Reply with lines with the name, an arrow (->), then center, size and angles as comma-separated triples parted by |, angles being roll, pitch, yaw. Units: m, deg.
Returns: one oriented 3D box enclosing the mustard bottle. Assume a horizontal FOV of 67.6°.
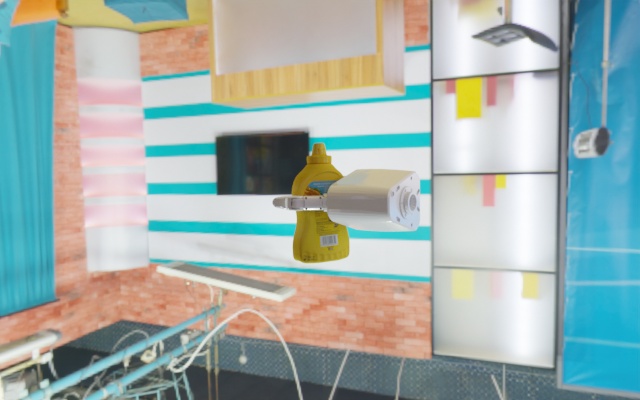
mustard bottle -> 0.000, 0.003, 0.781 | 0.096, 0.191, 0.058 | -4, 5, -29
